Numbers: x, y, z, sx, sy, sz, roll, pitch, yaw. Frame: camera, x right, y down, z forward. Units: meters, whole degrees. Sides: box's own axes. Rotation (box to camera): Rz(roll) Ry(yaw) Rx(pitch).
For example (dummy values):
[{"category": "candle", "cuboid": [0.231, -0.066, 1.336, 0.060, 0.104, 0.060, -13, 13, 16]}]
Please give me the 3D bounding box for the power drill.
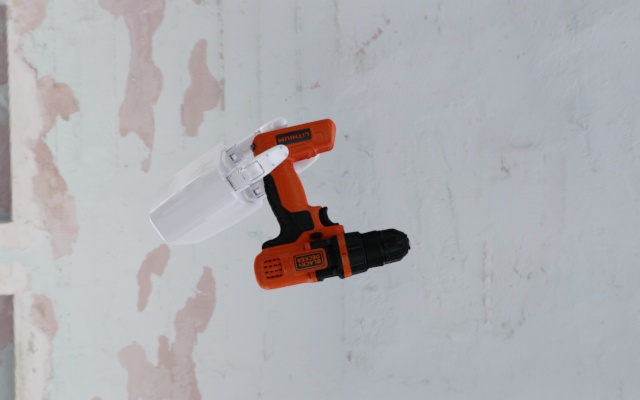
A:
[{"category": "power drill", "cuboid": [0.000, 0.001, 0.569, 0.184, 0.187, 0.057, -12, -12, -1]}]
